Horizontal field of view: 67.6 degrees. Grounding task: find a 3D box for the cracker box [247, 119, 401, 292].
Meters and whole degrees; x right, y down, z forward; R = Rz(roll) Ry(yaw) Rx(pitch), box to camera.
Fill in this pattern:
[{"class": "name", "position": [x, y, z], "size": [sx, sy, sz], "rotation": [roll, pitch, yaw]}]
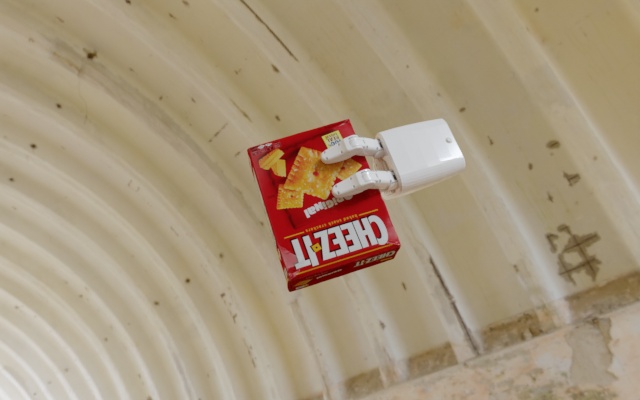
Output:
[{"class": "cracker box", "position": [0.000, 0.002, 0.696], "size": [0.164, 0.213, 0.072], "rotation": [-17, -21, -8]}]
